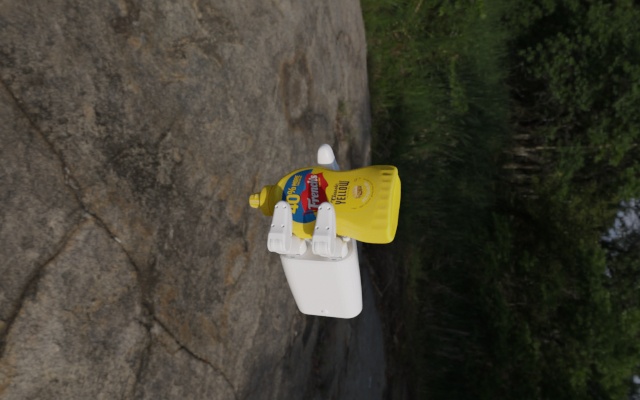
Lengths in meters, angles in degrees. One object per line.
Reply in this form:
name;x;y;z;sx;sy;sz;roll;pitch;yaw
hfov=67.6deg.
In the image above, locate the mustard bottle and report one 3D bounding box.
mustard bottle;0.000;0.002;0.602;0.191;0.096;0.058;1;-29;19
